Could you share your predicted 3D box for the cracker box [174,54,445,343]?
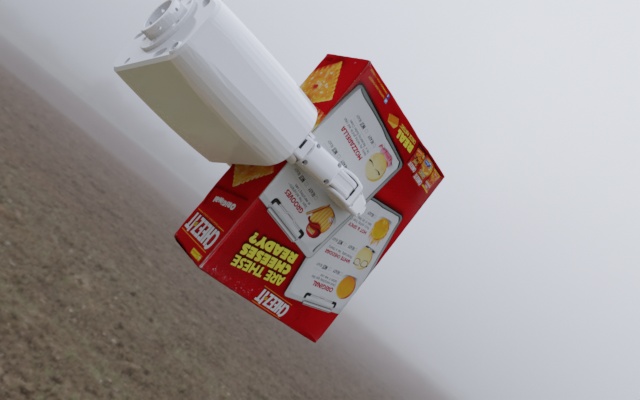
[{"bbox_3d":[0.000,0.001,0.444,0.072,0.213,0.164,31,-11,49],"label":"cracker box"}]
